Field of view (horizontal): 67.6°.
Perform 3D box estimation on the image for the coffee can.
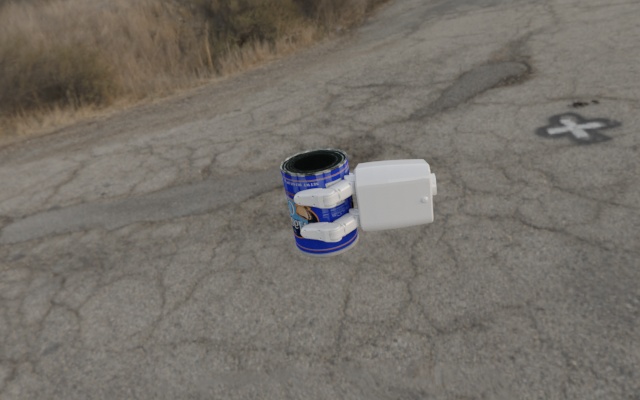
[{"bbox_3d":[0.000,0.003,0.740,0.103,0.140,0.102,-8,25,4],"label":"coffee can"}]
